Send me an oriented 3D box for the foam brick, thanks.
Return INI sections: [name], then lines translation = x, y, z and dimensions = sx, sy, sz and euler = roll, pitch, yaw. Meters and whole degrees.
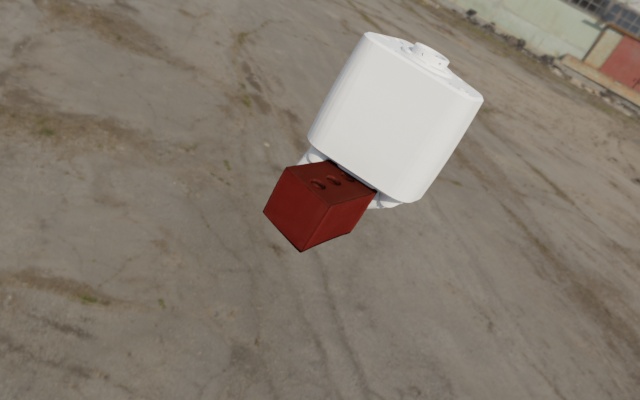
[foam brick]
translation = 0.000, 0.002, 0.413
dimensions = 0.053, 0.051, 0.078
euler = 43, 32, 21
